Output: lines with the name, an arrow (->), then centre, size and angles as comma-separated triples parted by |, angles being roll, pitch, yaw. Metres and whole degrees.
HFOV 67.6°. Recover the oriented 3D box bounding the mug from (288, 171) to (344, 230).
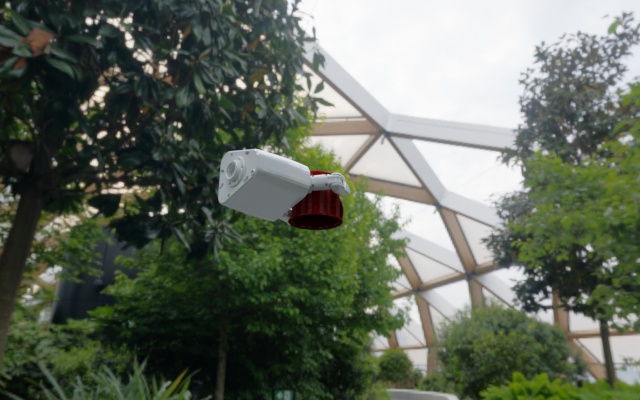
mug -> 0.001, 0.003, 0.833 | 0.093, 0.081, 0.117 | -18, -27, 41
